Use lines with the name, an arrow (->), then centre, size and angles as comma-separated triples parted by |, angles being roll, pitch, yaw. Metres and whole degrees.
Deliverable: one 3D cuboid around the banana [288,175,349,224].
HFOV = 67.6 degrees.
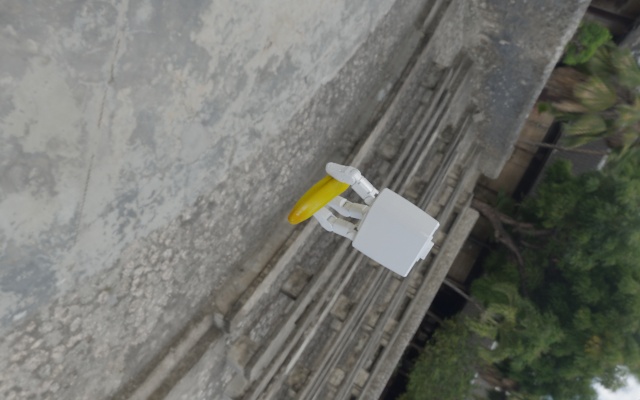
banana -> 0.010, -0.012, 0.812 | 0.037, 0.070, 0.197 | 37, 28, 11
